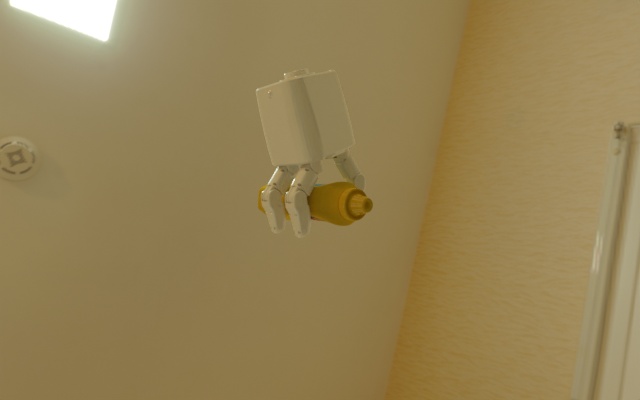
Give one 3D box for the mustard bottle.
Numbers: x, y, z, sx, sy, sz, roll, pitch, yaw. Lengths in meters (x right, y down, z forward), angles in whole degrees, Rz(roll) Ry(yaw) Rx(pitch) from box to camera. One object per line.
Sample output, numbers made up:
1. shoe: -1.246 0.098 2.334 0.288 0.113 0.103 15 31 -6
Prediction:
1. mustard bottle: 0.000 0.002 0.657 0.096 0.058 0.191 7 -3 -37
